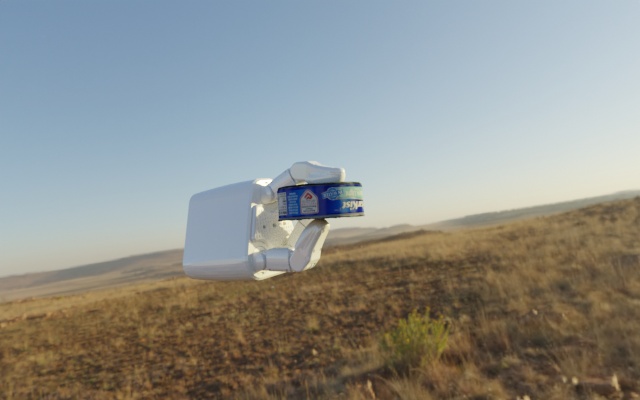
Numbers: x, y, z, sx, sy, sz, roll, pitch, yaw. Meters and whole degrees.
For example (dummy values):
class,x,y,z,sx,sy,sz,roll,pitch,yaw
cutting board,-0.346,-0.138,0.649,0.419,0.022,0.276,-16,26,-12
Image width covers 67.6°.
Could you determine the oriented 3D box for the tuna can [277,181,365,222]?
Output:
class,x,y,z,sx,sy,sz,roll,pitch,yaw
tuna can,0.000,0.001,0.471,0.086,0.034,0.086,-4,-2,0
